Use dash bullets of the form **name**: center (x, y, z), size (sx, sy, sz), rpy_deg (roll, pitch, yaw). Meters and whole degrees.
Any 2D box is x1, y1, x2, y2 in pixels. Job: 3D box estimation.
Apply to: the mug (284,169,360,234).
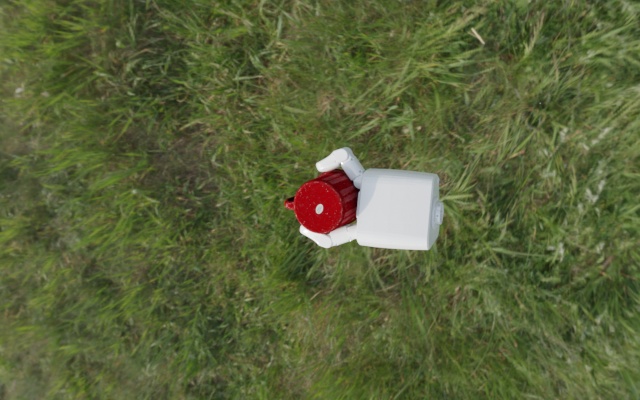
- **mug**: center (-0.001, 0.002, 0.728), size (0.117, 0.093, 0.081), rpy_deg (3, 12, 22)
